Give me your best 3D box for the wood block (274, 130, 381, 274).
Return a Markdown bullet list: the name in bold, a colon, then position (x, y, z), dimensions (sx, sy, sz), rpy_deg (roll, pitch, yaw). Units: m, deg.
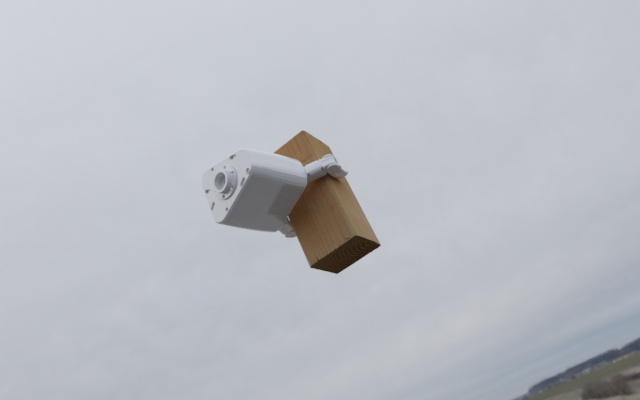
- **wood block**: position (0.000, 0.002, 0.765), dimensions (0.091, 0.206, 0.090), rpy_deg (-36, -29, 18)
